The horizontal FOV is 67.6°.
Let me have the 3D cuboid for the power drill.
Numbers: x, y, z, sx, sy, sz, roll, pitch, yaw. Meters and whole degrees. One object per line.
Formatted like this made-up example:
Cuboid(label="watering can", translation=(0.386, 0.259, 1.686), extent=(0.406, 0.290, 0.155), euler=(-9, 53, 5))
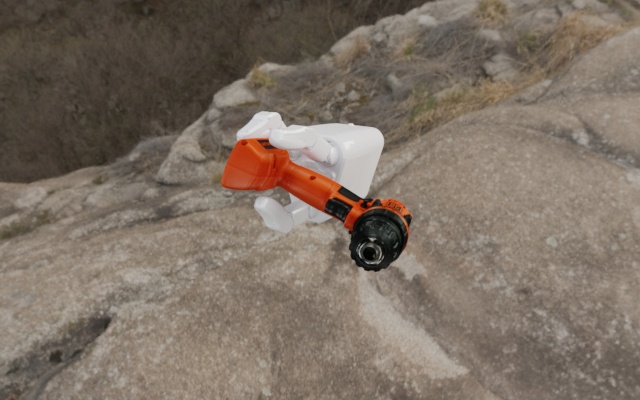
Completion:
Cuboid(label="power drill", translation=(0.000, 0.001, 0.474), extent=(0.187, 0.057, 0.184), euler=(28, 11, 9))
